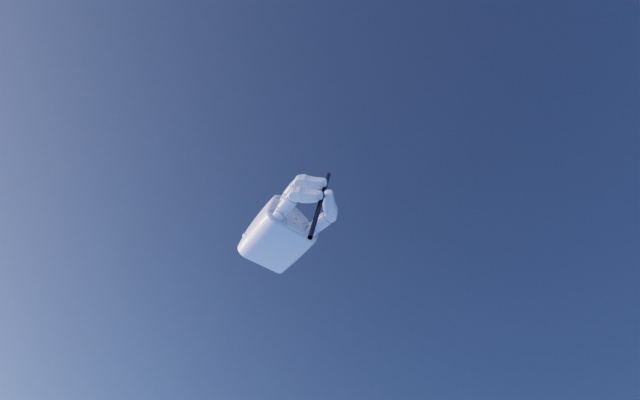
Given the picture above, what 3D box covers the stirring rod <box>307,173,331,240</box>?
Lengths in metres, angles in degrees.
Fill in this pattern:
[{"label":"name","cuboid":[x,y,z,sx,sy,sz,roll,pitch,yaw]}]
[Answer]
[{"label":"stirring rod","cuboid":[0.000,0.003,0.823,0.011,0.011,0.239,0,26,8]}]
